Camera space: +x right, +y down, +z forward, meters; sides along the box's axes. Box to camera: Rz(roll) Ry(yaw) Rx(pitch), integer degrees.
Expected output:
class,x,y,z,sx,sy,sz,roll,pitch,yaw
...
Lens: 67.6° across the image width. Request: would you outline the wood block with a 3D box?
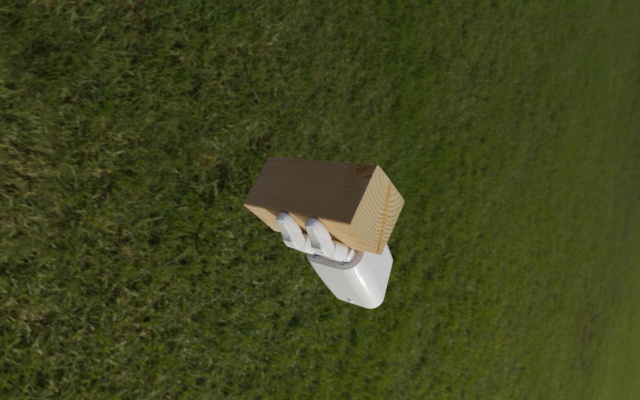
class,x,y,z,sx,sy,sz,roll,pitch,yaw
wood block,0.001,0.002,0.686,0.206,0.090,0.090,9,-26,41
